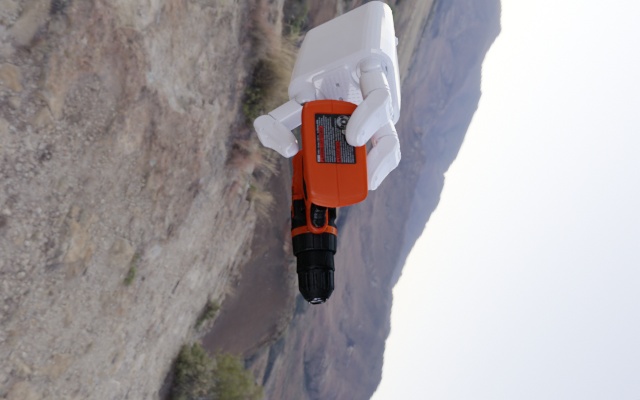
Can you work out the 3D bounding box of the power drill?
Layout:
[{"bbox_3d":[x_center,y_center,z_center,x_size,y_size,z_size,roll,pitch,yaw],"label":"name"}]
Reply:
[{"bbox_3d":[0.000,0.001,0.488,0.057,0.184,0.188,-1,-21,-10],"label":"power drill"}]
